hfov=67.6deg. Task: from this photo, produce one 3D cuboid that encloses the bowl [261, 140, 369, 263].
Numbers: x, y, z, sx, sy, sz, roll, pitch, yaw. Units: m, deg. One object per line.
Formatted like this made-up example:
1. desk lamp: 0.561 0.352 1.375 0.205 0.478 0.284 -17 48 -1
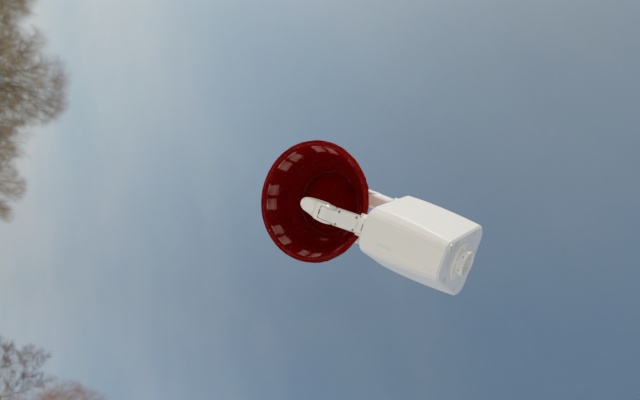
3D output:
1. bowl: -0.001 0.001 0.649 0.162 0.162 0.055 0 -2 27
